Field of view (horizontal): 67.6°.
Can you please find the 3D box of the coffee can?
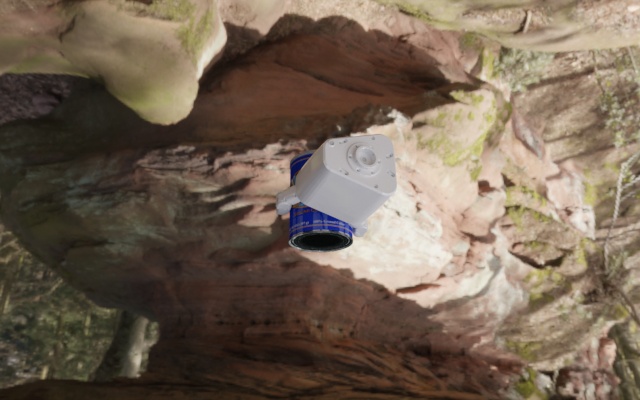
[{"bbox_3d":[0.000,0.002,0.776,0.103,0.140,0.103,-1,-23,0],"label":"coffee can"}]
